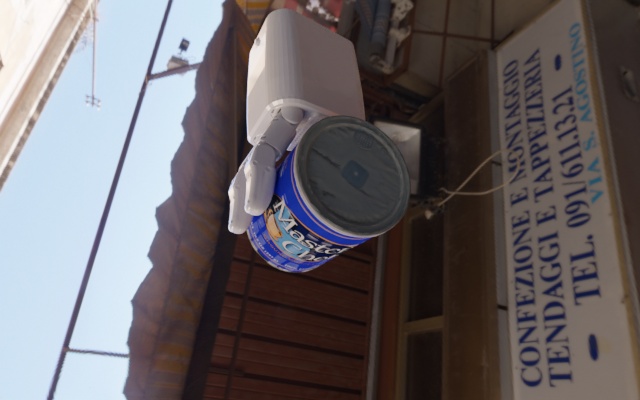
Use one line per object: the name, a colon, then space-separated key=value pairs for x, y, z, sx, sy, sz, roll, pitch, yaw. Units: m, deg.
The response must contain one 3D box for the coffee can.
coffee can: x=0.000 y=0.002 z=0.434 sx=0.103 sy=0.102 sz=0.140 roll=0 pitch=-19 yaw=-26
